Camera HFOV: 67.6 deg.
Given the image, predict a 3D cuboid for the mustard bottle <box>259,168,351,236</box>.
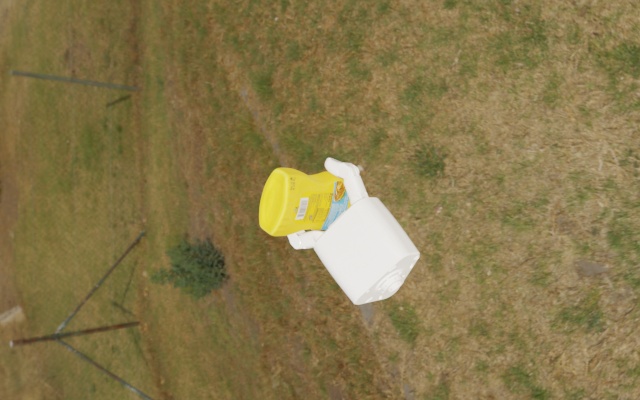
[{"bbox_3d":[0.000,0.002,0.730,0.191,0.096,0.058,0,21,-45],"label":"mustard bottle"}]
